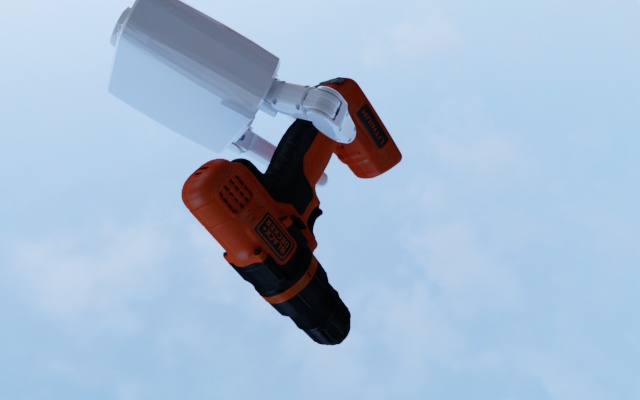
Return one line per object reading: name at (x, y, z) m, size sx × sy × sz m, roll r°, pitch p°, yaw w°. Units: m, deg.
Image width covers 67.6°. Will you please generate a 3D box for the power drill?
power drill at (0.000, 0.001, 0.401) m, size 0.057 × 0.184 × 0.187 m, roll -8°, pitch 37°, yaw 45°
